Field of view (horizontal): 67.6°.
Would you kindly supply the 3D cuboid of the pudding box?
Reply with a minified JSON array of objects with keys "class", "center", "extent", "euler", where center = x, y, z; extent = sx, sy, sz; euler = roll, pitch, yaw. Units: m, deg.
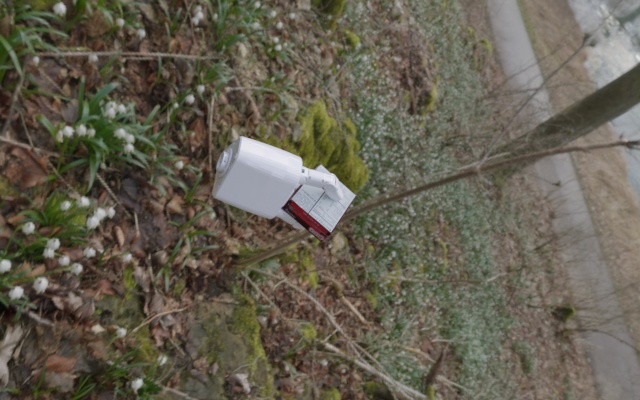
[{"class":"pudding box","center":[0.000,0.003,0.813],"extent":[0.039,0.090,0.113],"euler":[-43,7,48]}]
